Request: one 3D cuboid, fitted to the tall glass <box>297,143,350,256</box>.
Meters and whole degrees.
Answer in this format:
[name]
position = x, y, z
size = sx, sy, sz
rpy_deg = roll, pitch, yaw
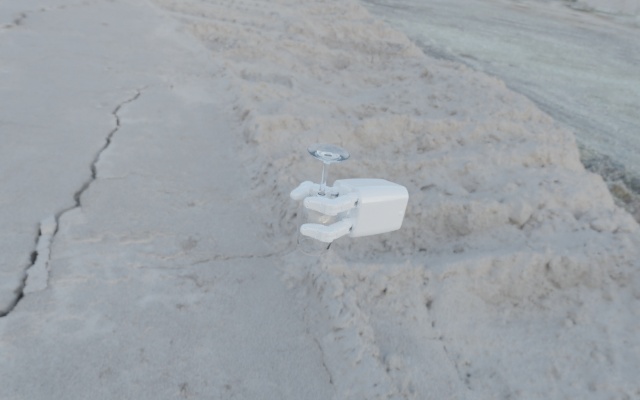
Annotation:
[tall glass]
position = 0.000, 0.002, 0.868
size = 0.079, 0.201, 0.079
rpy_deg = 7, 29, -4
